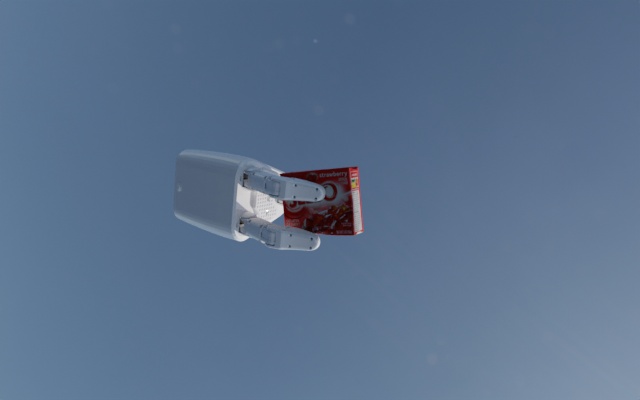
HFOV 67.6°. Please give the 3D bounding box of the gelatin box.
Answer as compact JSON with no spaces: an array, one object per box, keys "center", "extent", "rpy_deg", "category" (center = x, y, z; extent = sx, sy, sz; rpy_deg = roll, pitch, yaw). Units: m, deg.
[{"center":[0.001,0.002,0.531],"extent":[0.089,0.073,0.030],"rpy_deg":[-2,5,28],"category":"gelatin box"}]
